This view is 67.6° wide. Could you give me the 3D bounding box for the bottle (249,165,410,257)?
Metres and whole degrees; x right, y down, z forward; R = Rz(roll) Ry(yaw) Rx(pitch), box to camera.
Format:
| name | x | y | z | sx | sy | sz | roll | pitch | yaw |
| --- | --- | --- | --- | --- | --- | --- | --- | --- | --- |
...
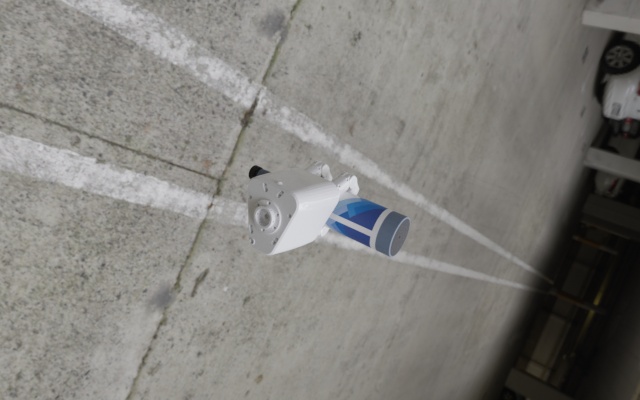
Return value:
| name | x | y | z | sx | sy | sz | roll | pitch | yaw |
| --- | --- | --- | --- | --- | --- | --- | --- | --- | --- |
| bottle | 0.000 | 0.003 | 0.786 | 0.295 | 0.069 | 0.069 | 24 | 11 | 27 |
